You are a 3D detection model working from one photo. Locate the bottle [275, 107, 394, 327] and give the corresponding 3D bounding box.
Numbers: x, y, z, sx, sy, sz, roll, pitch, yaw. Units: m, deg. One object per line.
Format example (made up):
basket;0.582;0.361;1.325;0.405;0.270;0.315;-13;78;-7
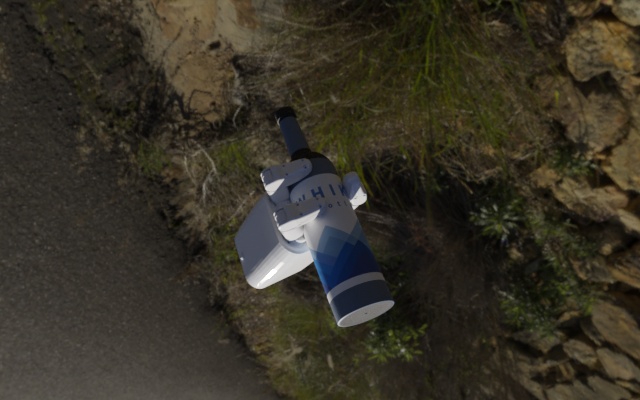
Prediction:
bottle;0.000;0.002;0.583;0.069;0.295;0.069;-17;-28;-9
